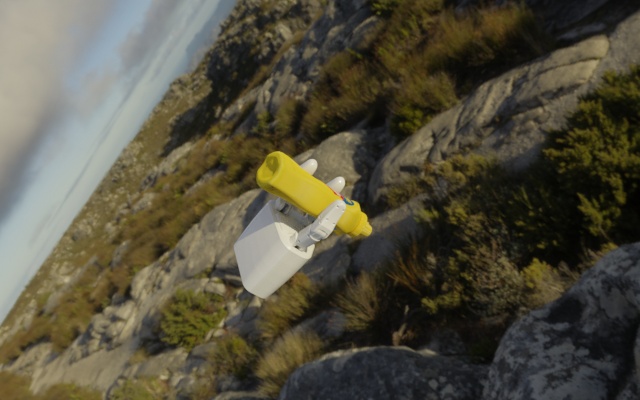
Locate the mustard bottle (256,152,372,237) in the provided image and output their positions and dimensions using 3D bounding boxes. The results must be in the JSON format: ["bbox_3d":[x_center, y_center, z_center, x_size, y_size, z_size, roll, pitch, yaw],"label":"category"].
[{"bbox_3d":[0.000,0.002,0.704,0.192,0.058,0.096,33,-1,-23],"label":"mustard bottle"}]
